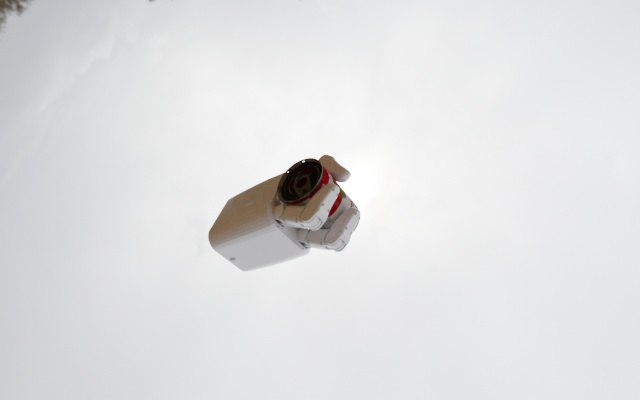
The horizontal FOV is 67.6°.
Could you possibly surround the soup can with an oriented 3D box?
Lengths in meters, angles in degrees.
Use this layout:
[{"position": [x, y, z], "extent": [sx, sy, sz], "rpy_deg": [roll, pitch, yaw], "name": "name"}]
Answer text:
[{"position": [0.001, 0.002, 0.626], "extent": [0.068, 0.068, 0.102], "rpy_deg": [0, -34, 40], "name": "soup can"}]
